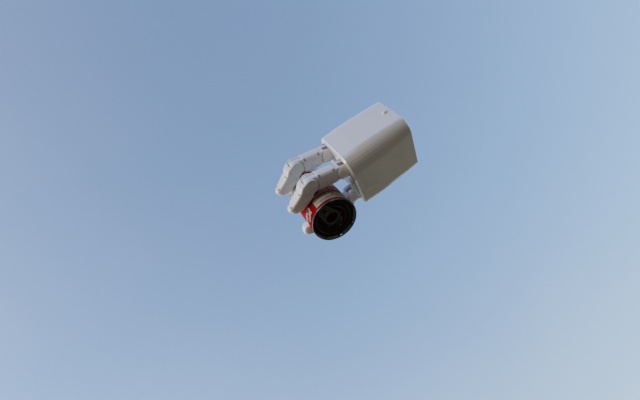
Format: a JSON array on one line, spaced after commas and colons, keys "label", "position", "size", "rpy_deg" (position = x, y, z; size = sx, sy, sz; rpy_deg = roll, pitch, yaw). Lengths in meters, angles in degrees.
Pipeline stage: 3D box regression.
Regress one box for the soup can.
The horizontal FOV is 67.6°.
[{"label": "soup can", "position": [0.000, 0.003, 0.704], "size": [0.068, 0.068, 0.102], "rpy_deg": [0, 30, -27]}]
